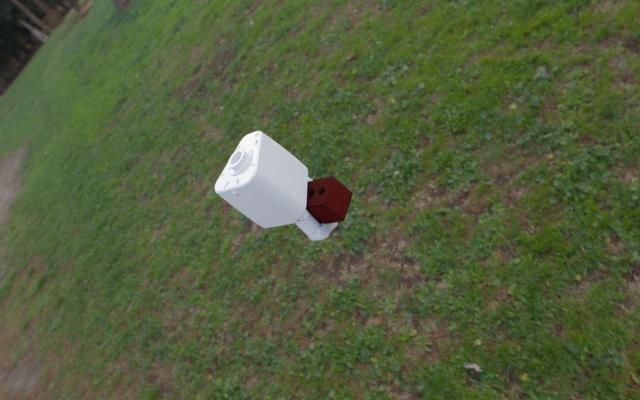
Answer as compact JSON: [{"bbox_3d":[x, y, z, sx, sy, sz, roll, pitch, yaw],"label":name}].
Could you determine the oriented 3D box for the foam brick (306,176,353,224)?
[{"bbox_3d":[0.000,0.002,0.745,0.078,0.053,0.051,-12,-40,41],"label":"foam brick"}]
